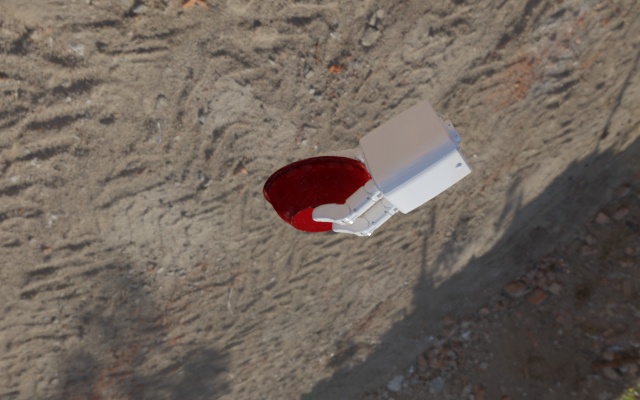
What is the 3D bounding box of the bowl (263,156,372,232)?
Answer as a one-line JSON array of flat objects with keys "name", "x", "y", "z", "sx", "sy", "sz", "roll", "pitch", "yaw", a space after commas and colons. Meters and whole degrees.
[{"name": "bowl", "x": -0.001, "y": 0.003, "z": 0.685, "sx": 0.162, "sy": 0.055, "sz": 0.162, "roll": -7, "pitch": -27, "yaw": -3}]
